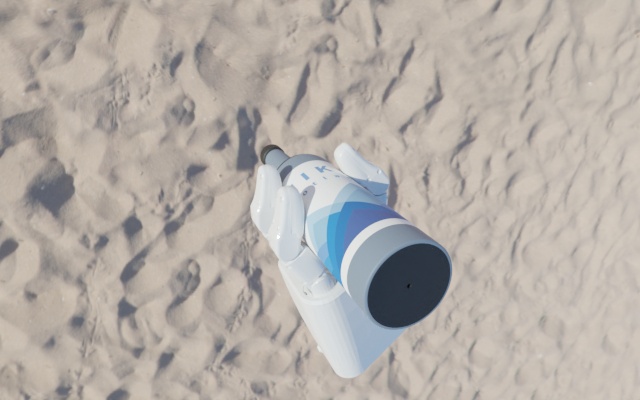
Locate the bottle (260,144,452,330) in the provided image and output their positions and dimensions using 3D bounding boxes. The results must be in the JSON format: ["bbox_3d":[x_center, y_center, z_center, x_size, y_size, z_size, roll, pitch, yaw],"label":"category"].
[{"bbox_3d":[0.000,0.001,0.429,0.069,0.069,0.295,0,21,-25],"label":"bottle"}]
